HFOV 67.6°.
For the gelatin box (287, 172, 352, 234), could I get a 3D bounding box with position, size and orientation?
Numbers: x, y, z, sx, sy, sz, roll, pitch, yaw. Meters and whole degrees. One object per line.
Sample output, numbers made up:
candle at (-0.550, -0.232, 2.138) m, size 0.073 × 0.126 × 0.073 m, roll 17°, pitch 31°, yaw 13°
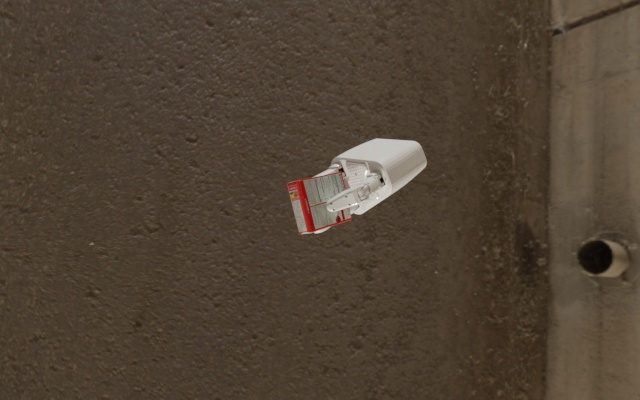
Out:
gelatin box at (0.000, 0.002, 0.676) m, size 0.089 × 0.073 × 0.030 m, roll -15°, pitch 2°, yaw -45°
